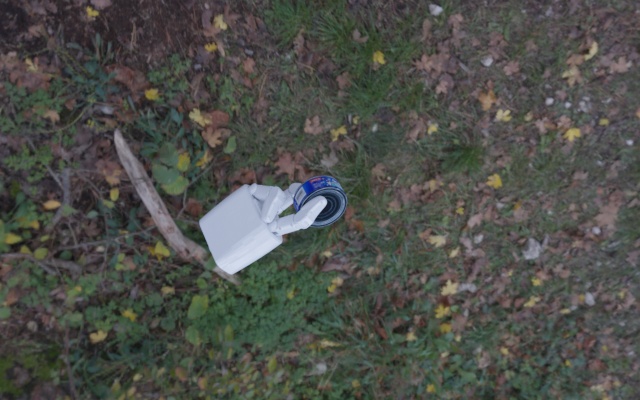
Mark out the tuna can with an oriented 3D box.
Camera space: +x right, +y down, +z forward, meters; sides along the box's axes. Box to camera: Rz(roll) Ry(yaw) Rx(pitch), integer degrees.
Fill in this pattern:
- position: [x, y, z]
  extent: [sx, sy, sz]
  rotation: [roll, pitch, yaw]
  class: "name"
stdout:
- position: [0.000, 0.003, 0.790]
  extent: [0.086, 0.086, 0.033]
  rotation: [0, 37, -25]
  class: "tuna can"
